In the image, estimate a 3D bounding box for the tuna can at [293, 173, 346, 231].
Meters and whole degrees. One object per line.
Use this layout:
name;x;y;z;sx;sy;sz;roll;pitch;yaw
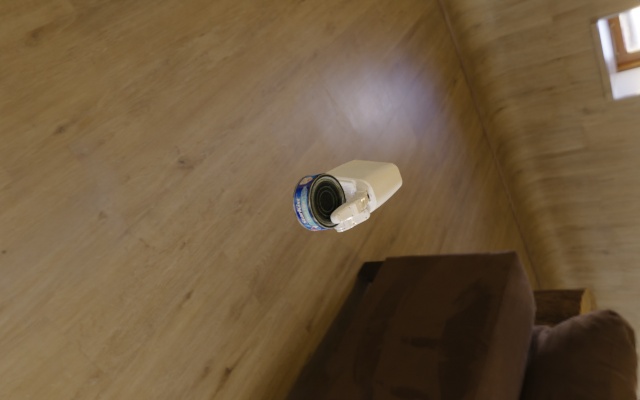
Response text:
tuna can;0.000;0.002;0.719;0.034;0.086;0.086;-7;-5;43
